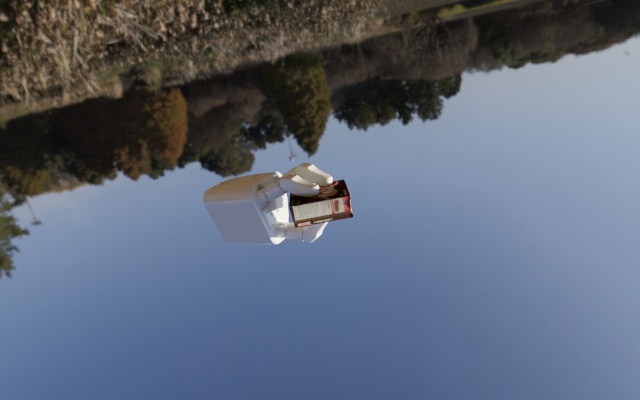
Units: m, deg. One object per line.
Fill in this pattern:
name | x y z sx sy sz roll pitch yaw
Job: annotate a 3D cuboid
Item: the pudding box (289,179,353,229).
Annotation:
pudding box | 0.000 0.003 0.727 0.090 0.039 0.113 -12 17 1
